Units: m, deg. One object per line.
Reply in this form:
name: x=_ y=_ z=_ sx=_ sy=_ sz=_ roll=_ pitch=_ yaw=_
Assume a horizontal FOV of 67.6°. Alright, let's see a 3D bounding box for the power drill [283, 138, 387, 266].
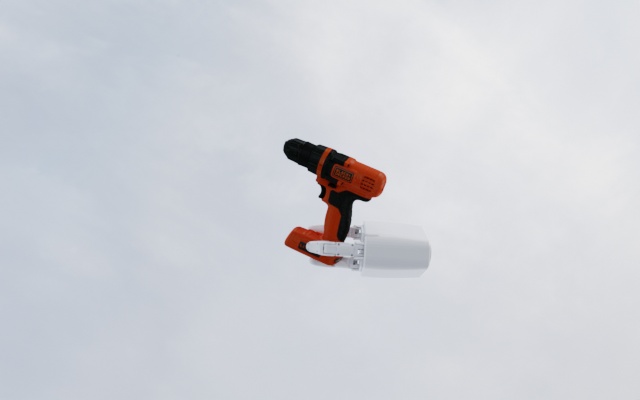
power drill: x=0.000 y=0.003 z=0.812 sx=0.184 sy=0.188 sz=0.057 roll=24 pitch=22 yaw=14
